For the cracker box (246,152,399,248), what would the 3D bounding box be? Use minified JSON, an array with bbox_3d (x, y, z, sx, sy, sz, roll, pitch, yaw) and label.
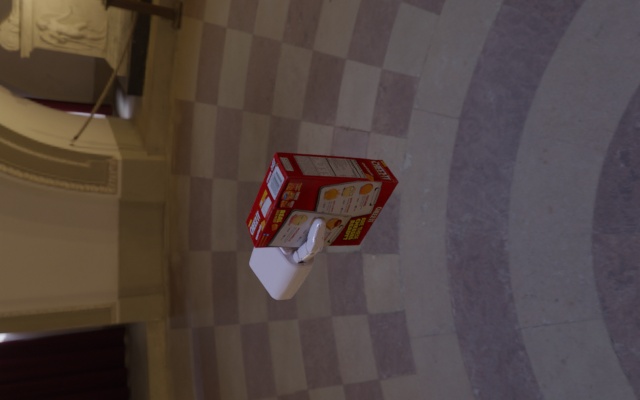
[{"bbox_3d":[0.000,0.003,0.814,0.214,0.164,0.072,1,44,-31],"label":"cracker box"}]
